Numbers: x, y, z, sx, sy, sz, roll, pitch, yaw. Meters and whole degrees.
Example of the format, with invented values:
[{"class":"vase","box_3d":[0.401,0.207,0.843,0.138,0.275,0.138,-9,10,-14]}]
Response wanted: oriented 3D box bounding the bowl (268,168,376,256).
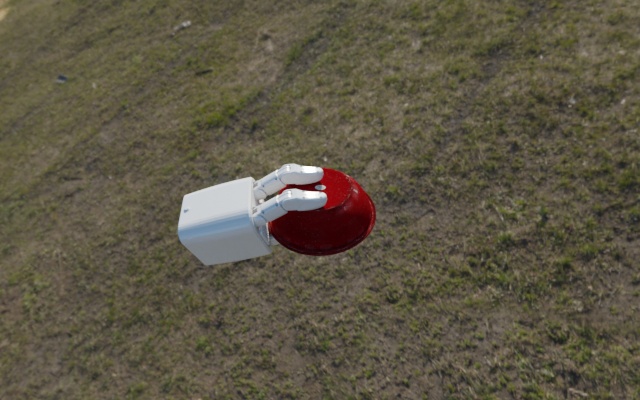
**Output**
[{"class":"bowl","box_3d":[0.001,0.002,0.690,0.162,0.055,0.162,-3,43,2]}]
